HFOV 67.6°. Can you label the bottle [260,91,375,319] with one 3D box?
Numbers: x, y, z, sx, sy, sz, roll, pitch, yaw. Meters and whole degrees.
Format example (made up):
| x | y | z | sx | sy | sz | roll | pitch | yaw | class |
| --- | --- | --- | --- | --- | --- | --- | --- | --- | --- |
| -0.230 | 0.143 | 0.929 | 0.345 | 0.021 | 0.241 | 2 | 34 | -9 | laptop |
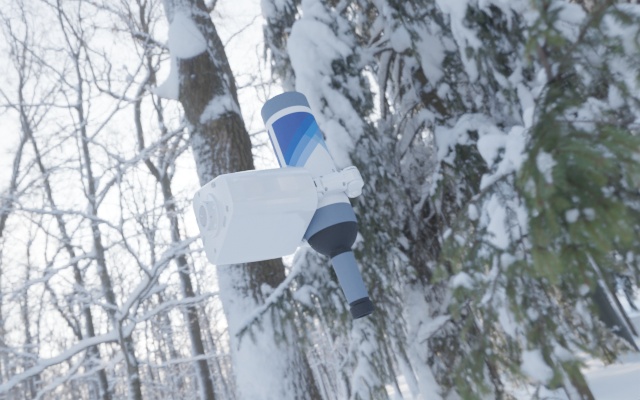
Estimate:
| x | y | z | sx | sy | sz | roll | pitch | yaw | class |
| --- | --- | --- | --- | --- | --- | --- | --- | --- | --- |
| 0.000 | 0.002 | 0.593 | 0.069 | 0.295 | 0.069 | -18 | -21 | -7 | bottle |
